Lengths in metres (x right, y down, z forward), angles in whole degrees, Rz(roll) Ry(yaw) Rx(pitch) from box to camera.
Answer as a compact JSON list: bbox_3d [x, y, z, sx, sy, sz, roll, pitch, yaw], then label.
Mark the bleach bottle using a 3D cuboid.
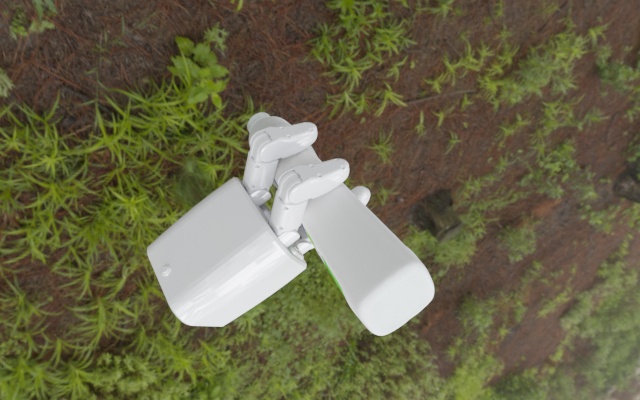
[{"bbox_3d":[0.000,0.001,0.452,0.068,0.250,0.103,-37,-35,-2],"label":"bleach bottle"}]
